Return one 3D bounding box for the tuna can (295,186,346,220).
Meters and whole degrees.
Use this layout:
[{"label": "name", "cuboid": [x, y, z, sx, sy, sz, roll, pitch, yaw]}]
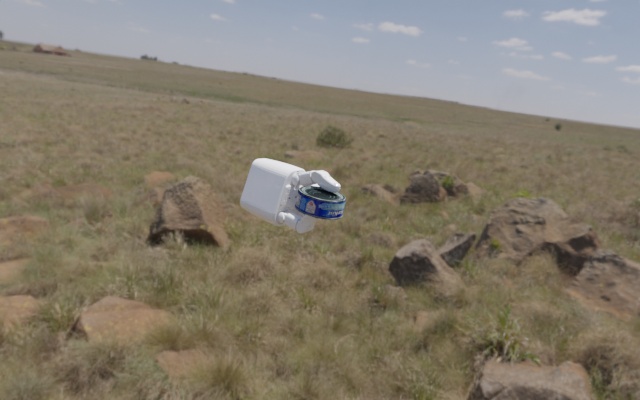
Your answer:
[{"label": "tuna can", "cuboid": [0.000, 0.002, 0.829, 0.086, 0.034, 0.086, 11, 16, -3]}]
